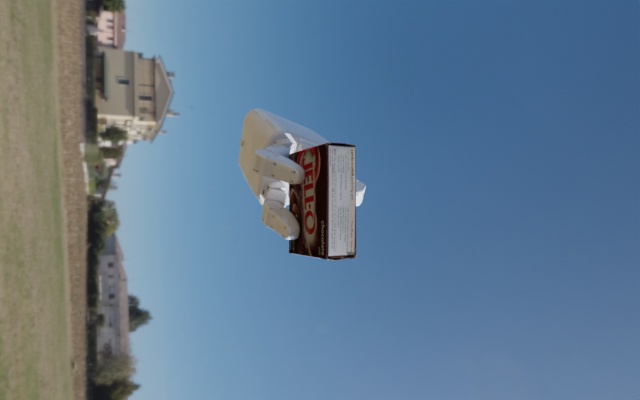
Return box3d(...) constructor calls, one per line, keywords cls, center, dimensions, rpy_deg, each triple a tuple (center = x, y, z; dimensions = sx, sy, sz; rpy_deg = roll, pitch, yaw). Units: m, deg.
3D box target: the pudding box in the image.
box3d(cls="pudding box", center=(0.000, 0.002, 0.491), dimensions=(0.039, 0.113, 0.090), rpy_deg=(-2, -1, -26))
